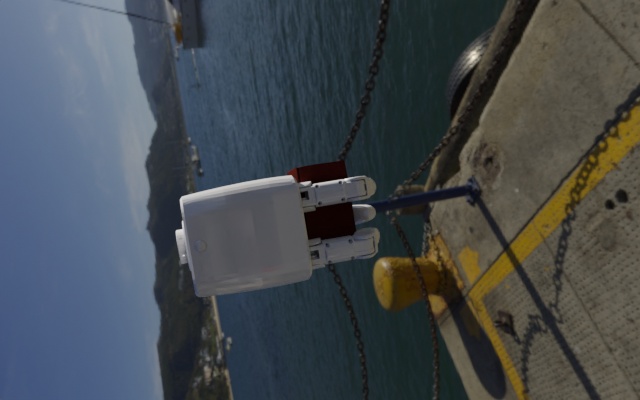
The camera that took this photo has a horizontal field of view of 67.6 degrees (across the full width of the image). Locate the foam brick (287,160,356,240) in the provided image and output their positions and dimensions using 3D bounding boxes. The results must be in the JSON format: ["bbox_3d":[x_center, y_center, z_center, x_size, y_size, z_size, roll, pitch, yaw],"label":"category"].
[{"bbox_3d":[0.000,0.001,0.488,0.051,0.078,0.053,-9,0,-13],"label":"foam brick"}]
